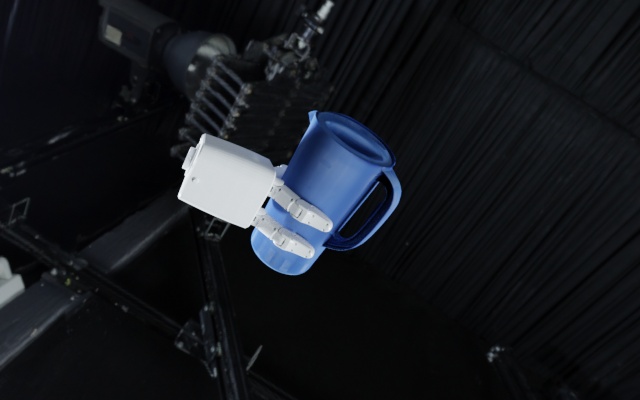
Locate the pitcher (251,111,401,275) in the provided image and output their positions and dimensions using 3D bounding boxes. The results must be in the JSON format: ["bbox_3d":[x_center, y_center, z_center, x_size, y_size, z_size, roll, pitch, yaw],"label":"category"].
[{"bbox_3d":[0.000,0.002,0.714,0.145,0.243,0.149,23,28,-19],"label":"pitcher"}]
